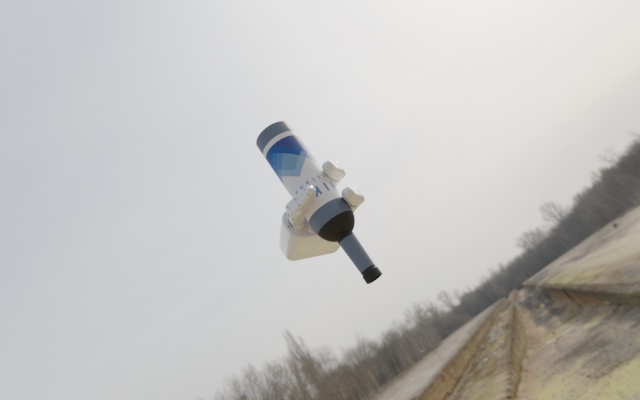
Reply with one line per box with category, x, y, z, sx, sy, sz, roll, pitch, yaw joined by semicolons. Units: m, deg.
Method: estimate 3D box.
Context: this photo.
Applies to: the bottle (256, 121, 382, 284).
bottle;0.000;0.002;0.749;0.069;0.295;0.069;-30;-21;-13
